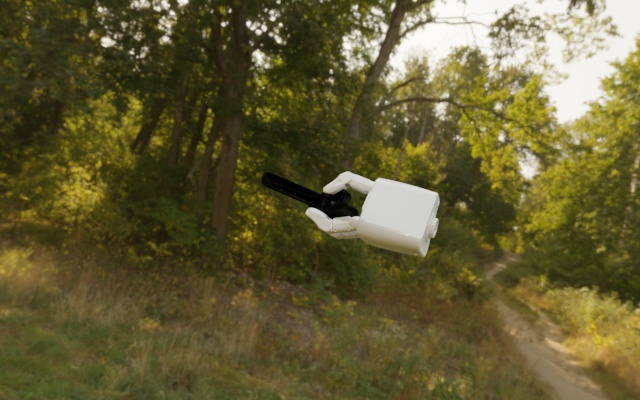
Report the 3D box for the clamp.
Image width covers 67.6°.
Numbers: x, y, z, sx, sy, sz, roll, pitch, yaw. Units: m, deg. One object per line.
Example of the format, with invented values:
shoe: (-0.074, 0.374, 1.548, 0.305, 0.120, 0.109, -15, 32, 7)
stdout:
clamp: (0.001, 0.002, 0.837, 0.164, 0.036, 0.210, 16, -10, 22)
